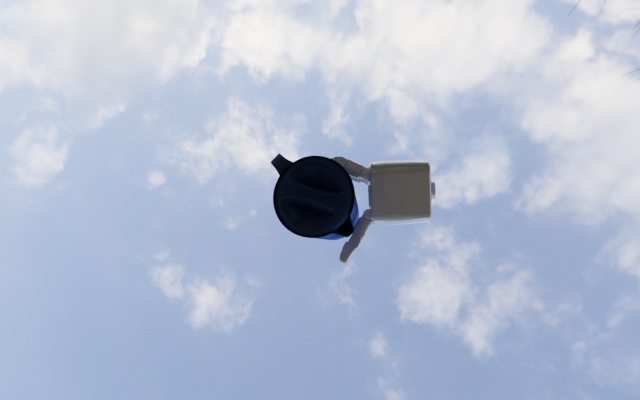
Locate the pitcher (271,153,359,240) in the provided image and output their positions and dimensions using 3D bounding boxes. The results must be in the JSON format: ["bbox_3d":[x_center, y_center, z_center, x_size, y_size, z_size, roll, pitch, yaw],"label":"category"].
[{"bbox_3d":[0.000,0.003,0.870,0.145,0.149,0.243,-2,-9,9],"label":"pitcher"}]
